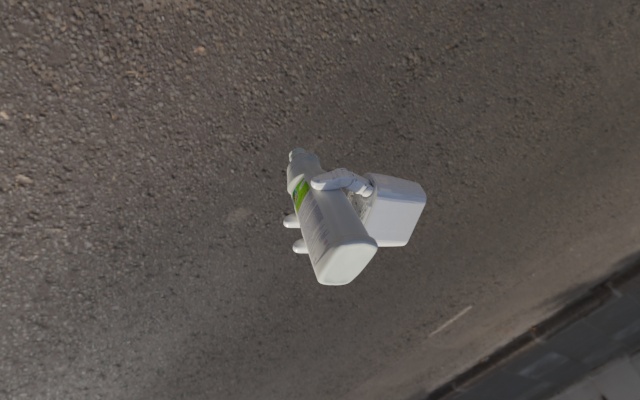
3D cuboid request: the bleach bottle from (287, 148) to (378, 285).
[{"bbox_3d":[0.000,0.003,0.740,0.068,0.250,0.103,7,-48,-31],"label":"bleach bottle"}]
